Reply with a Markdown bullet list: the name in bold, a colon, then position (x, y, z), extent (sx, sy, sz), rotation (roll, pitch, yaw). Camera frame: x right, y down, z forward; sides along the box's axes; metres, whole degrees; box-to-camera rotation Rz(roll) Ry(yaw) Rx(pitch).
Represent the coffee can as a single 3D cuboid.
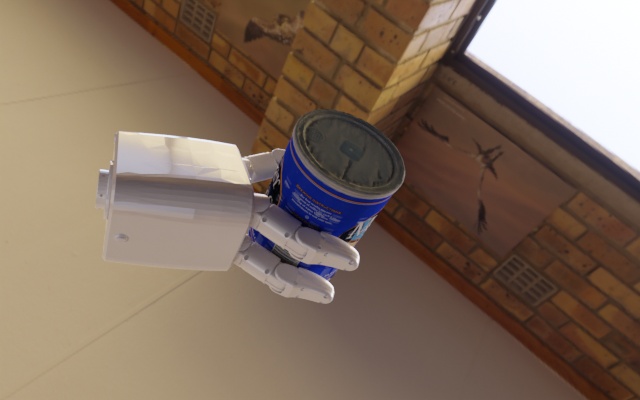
- **coffee can**: position (0.000, 0.001, 0.448), extent (0.103, 0.102, 0.140), rotation (0, -40, -30)
